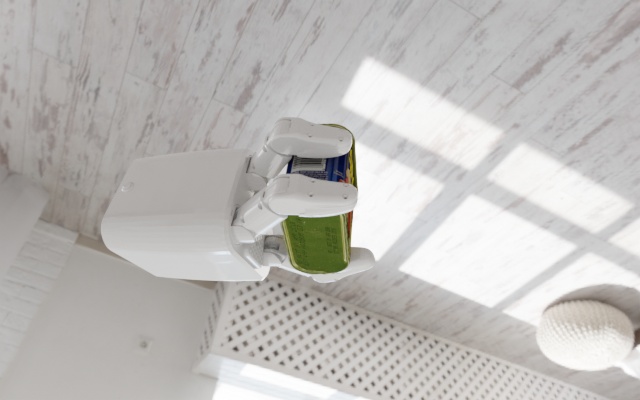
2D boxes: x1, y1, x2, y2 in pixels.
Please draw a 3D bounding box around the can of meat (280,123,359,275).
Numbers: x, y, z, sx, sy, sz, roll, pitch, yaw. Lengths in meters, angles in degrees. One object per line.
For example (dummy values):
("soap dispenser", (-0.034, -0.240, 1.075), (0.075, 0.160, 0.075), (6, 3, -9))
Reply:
("can of meat", (0.000, 0.002, 0.401), (0.057, 0.083, 0.102), (1, -42, 8))
